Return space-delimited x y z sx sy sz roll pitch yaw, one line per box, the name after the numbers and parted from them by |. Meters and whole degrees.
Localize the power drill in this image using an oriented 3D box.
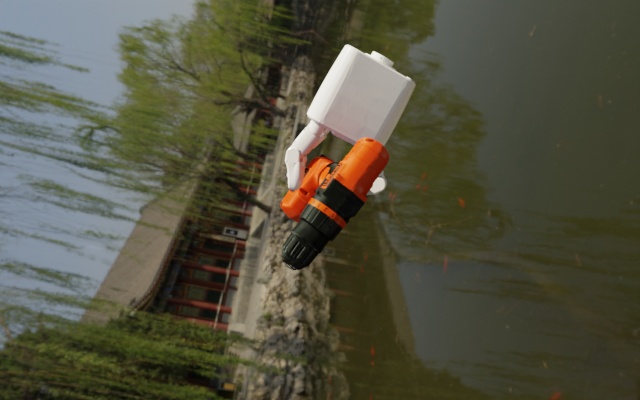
0.000 0.002 0.637 0.057 0.184 0.187 40 -7 -14 | power drill
